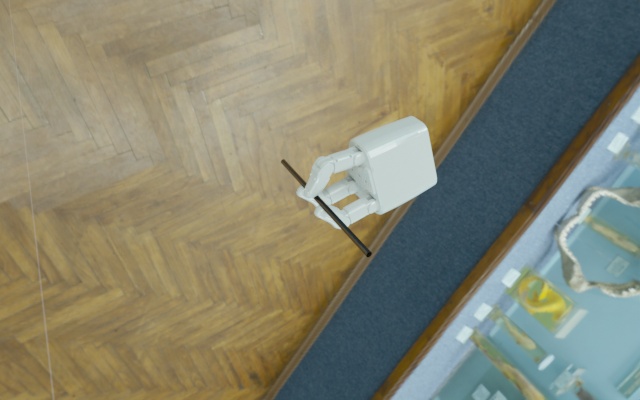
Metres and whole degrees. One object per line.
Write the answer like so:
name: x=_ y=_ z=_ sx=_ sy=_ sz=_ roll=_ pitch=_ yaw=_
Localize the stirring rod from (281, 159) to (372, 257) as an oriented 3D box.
stirring rod: x=0.000 y=0.002 z=0.654 sx=0.011 sy=0.011 sz=0.239 roll=0 pitch=31 yaw=-34
